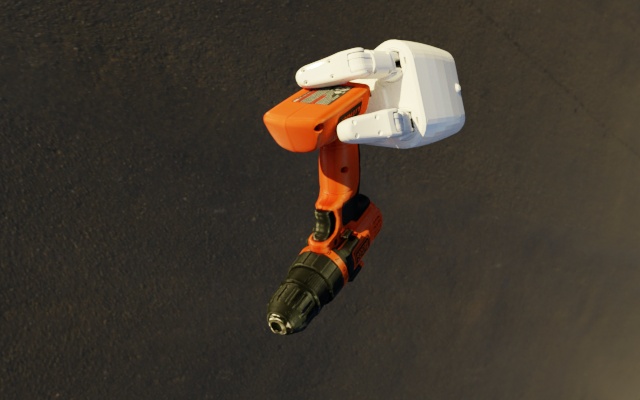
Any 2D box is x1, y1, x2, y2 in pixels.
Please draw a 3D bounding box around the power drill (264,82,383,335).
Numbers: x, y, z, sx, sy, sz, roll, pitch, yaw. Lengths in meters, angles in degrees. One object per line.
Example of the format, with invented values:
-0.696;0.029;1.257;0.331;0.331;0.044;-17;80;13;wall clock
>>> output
0.000;0.001;0.425;0.057;0.188;0.184;12;36;25;power drill
